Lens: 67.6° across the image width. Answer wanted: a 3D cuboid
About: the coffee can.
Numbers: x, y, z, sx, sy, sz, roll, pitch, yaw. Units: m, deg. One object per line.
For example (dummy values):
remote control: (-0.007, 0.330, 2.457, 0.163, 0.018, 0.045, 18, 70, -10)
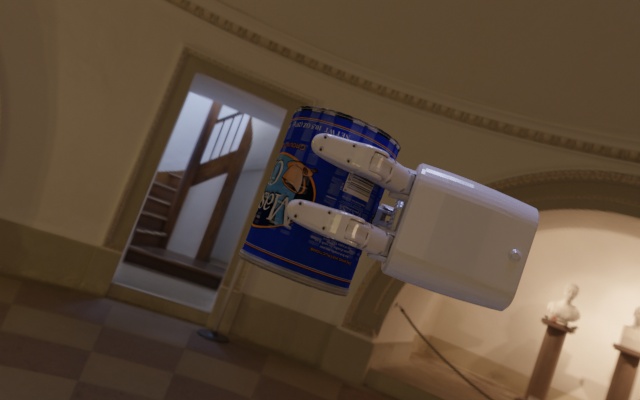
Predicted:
coffee can: (0.000, 0.001, 0.429, 0.103, 0.140, 0.103, 20, -5, 2)
